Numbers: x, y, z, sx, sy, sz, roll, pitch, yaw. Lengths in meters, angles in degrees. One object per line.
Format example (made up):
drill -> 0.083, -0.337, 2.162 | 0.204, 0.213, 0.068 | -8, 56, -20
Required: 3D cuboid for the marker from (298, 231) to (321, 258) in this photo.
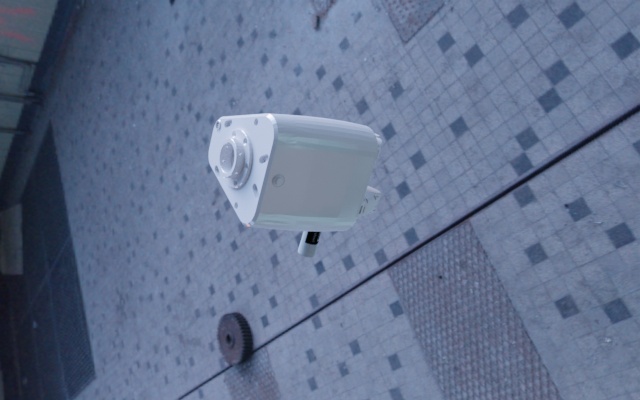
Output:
marker -> 0.000, 0.002, 0.498 | 0.020, 0.121, 0.020 | 15, 16, -4
